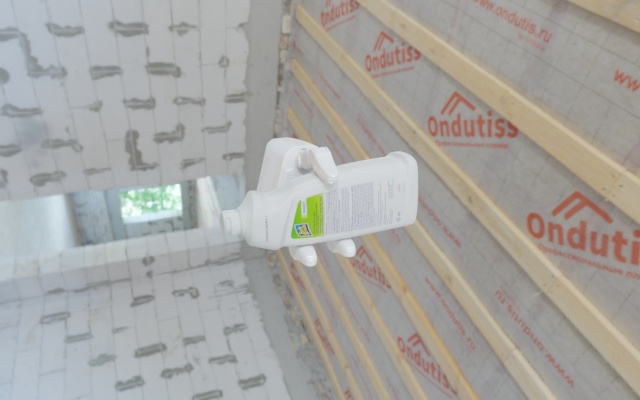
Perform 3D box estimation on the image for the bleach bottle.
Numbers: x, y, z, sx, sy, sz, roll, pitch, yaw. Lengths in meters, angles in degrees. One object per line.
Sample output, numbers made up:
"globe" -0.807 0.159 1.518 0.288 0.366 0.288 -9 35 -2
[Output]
"bleach bottle" 0.000 0.002 0.603 0.251 0.102 0.068 -9 17 -21
